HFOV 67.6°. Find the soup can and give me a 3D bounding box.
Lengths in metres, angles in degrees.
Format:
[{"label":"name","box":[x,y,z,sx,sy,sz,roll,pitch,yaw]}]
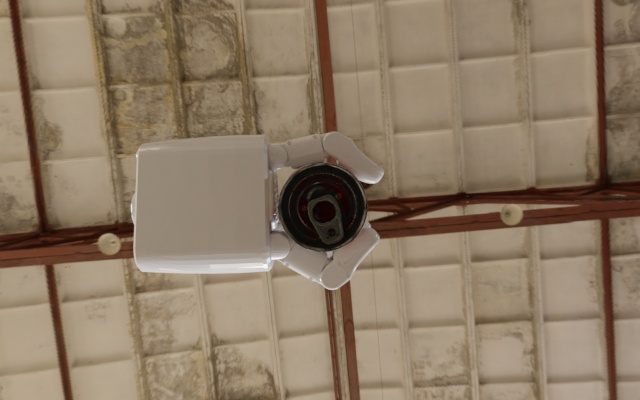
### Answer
[{"label":"soup can","box":[0.001,0.001,0.408,0.068,0.068,0.102,0,5,-2]}]
